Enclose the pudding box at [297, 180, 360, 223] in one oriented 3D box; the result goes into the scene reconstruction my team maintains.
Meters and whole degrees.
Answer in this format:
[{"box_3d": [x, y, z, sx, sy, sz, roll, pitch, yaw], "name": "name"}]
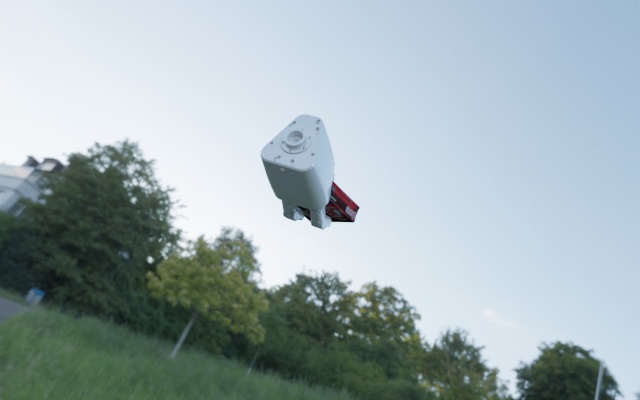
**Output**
[{"box_3d": [0.000, 0.003, 0.853, 0.113, 0.039, 0.090, 1, -33, 45], "name": "pudding box"}]
